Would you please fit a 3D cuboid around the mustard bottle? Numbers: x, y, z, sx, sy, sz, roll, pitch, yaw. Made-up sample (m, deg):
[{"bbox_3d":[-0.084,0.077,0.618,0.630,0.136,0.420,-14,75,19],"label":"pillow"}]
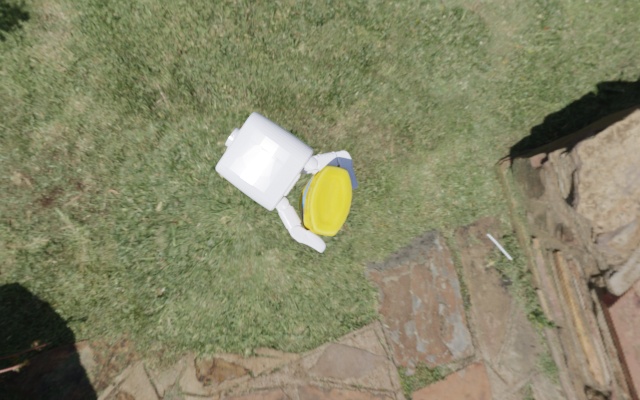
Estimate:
[{"bbox_3d":[0.000,0.003,0.737,0.058,0.096,0.191,10,-3,-8],"label":"mustard bottle"}]
